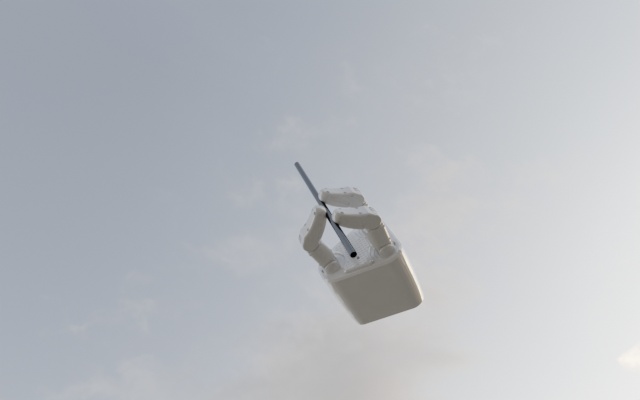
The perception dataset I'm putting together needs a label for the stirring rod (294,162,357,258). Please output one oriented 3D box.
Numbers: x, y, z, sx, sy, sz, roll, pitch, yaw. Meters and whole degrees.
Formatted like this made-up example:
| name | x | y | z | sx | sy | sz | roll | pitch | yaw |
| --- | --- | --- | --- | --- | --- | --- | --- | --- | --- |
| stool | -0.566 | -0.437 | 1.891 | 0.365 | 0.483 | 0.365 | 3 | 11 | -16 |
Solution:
| name | x | y | z | sx | sy | sz | roll | pitch | yaw |
| --- | --- | --- | --- | --- | --- | --- | --- | --- | --- |
| stirring rod | 0.000 | 0.002 | 0.608 | 0.011 | 0.011 | 0.239 | 0 | 28 | -19 |
